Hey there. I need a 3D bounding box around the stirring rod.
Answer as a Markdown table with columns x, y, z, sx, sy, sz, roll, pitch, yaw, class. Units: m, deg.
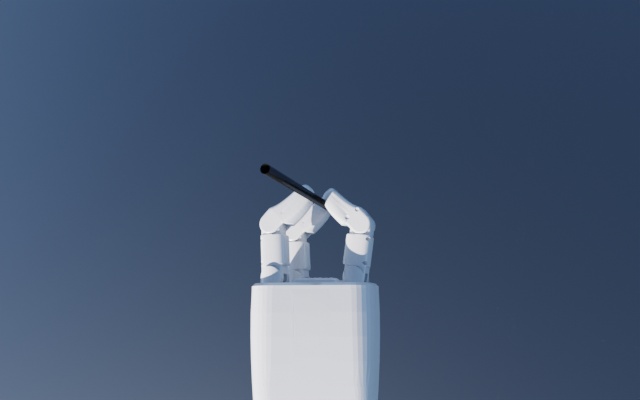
| x | y | z | sx | sy | sz | roll | pitch | yaw | class |
| --- | --- | --- | --- | --- | --- | --- | --- | --- | --- |
| 0.000 | 0.002 | 0.461 | 0.011 | 0.011 | 0.239 | 0 | -12 | 20 | stirring rod |
